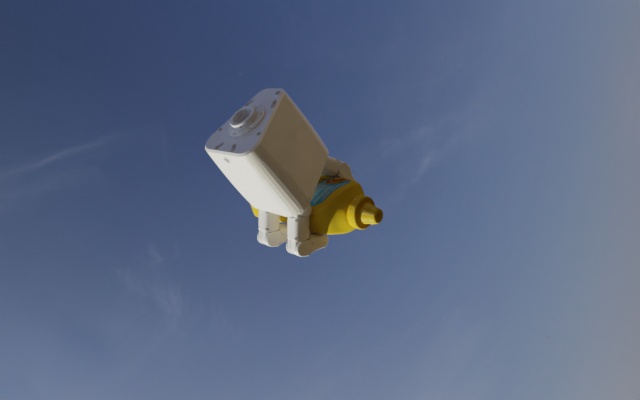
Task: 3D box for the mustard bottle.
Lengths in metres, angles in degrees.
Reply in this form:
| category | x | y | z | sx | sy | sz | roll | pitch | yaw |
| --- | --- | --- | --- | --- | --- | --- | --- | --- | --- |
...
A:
| category | x | y | z | sx | sy | sz | roll | pitch | yaw |
| --- | --- | --- | --- | --- | --- | --- | --- | --- | --- |
| mustard bottle | 0.000 | 0.002 | 0.624 | 0.191 | 0.058 | 0.096 | 13 | 36 | 43 |
